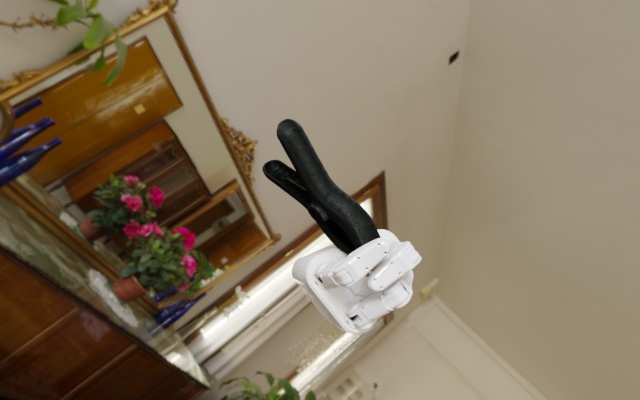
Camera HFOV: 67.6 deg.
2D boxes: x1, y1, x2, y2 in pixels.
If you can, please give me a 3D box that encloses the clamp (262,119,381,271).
[{"bbox_3d":[0.001,0.001,0.498,0.039,0.171,0.120,-37,4,-16],"label":"clamp"}]
